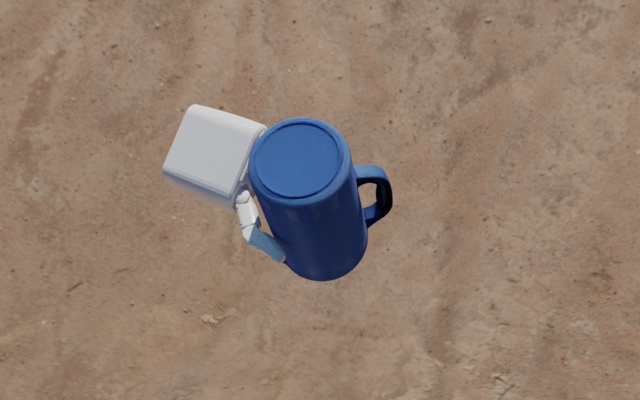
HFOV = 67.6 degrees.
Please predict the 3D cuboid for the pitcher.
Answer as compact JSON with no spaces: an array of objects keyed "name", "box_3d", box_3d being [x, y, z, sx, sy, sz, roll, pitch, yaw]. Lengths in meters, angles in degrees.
[{"name":"pitcher","box_3d":[0.000,0.002,0.591,0.145,0.149,0.243,22,-19,15]}]
